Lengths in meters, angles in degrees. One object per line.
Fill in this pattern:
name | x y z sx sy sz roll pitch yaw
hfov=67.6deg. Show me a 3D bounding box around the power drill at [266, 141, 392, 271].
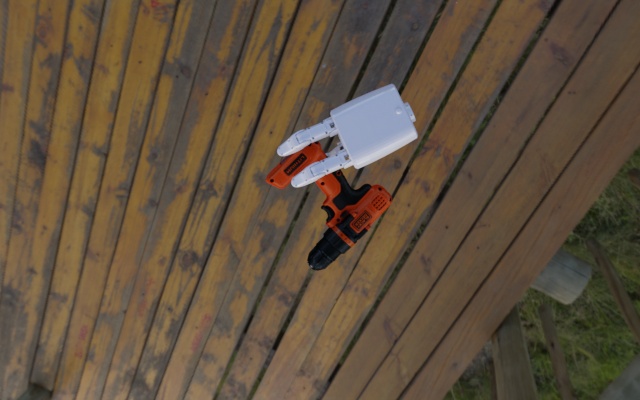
power drill | 0.000 0.002 0.798 0.188 0.184 0.057 44 0 -14
